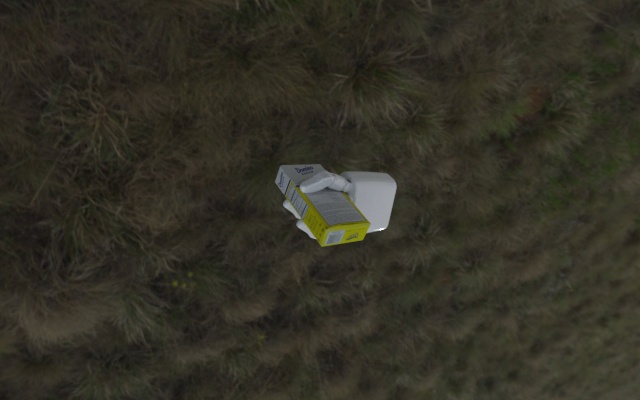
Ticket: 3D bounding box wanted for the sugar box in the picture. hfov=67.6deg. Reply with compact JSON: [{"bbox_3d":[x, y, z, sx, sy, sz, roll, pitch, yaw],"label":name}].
[{"bbox_3d":[0.000,0.003,0.843,0.093,0.048,0.176,-4,39,-35],"label":"sugar box"}]
